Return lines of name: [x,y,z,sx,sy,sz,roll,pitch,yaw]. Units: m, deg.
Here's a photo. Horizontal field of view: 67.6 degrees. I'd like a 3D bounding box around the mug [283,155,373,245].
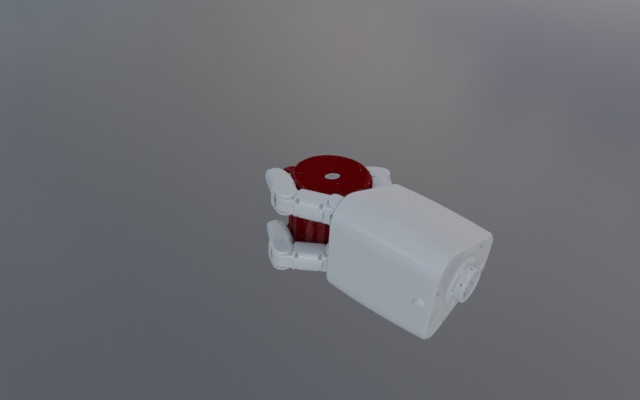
mug: [-0.001,0.001,0.494,0.117,0.082,0.093,29,42,31]
